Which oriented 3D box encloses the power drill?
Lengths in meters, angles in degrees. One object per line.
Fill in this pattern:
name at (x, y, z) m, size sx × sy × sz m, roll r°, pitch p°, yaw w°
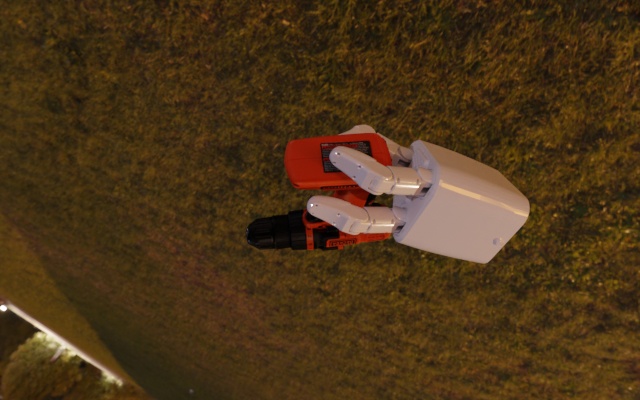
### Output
power drill at (0.000, 0.002, 0.541) m, size 0.184 × 0.057 × 0.188 m, roll -7°, pitch -26°, yaw -5°
